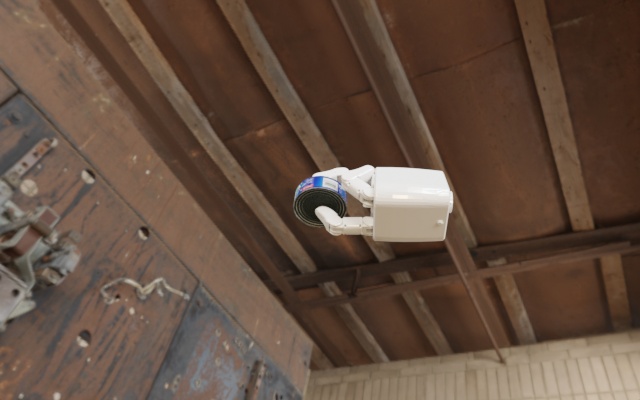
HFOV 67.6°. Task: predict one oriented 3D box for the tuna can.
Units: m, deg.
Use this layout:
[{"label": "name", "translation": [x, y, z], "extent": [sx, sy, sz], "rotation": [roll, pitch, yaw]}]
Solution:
[{"label": "tuna can", "translation": [0.000, 0.002, 0.767], "extent": [0.086, 0.086, 0.033], "rotation": [0, 41, 5]}]
